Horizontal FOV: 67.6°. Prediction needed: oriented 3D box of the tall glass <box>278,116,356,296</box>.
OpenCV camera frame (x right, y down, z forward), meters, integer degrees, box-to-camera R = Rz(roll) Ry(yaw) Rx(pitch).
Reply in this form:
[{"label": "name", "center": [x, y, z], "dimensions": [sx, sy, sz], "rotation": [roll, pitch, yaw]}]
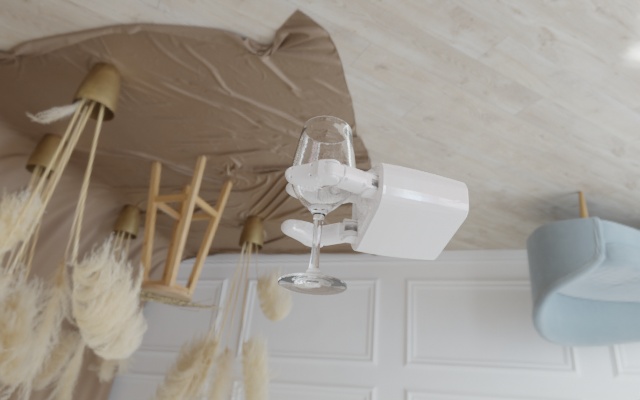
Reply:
[{"label": "tall glass", "center": [0.000, 0.002, 0.550], "dimensions": [0.079, 0.201, 0.079], "rotation": [4, -26, 2]}]
